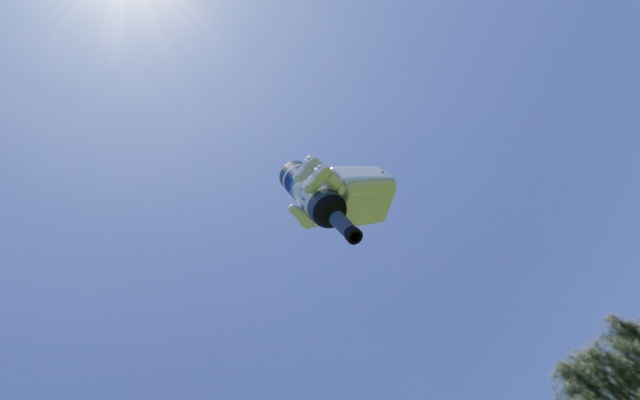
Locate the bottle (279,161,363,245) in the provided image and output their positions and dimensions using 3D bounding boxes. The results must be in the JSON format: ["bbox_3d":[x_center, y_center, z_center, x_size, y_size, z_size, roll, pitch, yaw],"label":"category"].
[{"bbox_3d":[0.000,0.003,0.877,0.069,0.069,0.295,0,22,-24],"label":"bottle"}]
